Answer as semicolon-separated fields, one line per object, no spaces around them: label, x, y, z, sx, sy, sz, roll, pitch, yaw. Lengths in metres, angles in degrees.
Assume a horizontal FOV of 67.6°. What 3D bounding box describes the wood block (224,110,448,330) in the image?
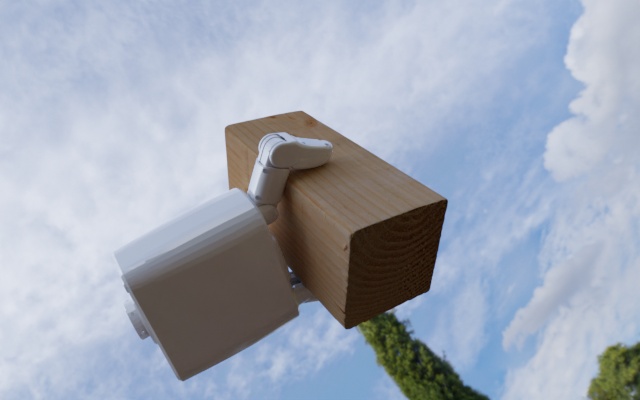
wood block;0.000;0.001;0.420;0.090;0.091;0.206;-17;36;-29
